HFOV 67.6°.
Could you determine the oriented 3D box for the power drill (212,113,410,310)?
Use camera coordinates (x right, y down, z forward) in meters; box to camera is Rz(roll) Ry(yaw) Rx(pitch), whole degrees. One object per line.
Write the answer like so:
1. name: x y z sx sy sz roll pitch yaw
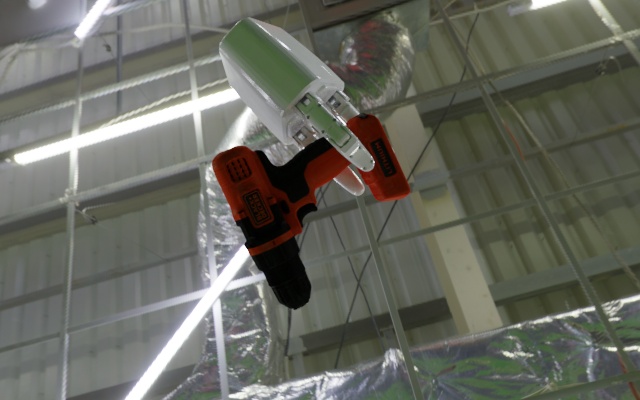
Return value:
1. power drill: 0.000 0.001 0.519 0.187 0.184 0.057 -26 7 -15
